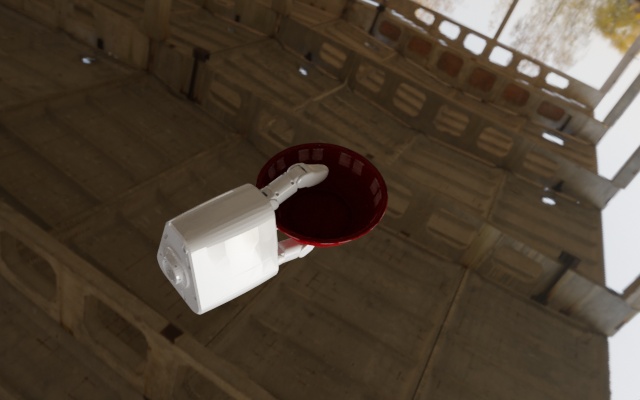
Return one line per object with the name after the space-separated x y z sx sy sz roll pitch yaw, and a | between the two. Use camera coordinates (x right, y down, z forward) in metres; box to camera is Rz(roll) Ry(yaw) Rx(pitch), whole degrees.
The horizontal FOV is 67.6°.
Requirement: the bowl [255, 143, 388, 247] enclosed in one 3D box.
0.001 0.002 0.600 0.162 0.162 0.055 0 -39 -5 | bowl
